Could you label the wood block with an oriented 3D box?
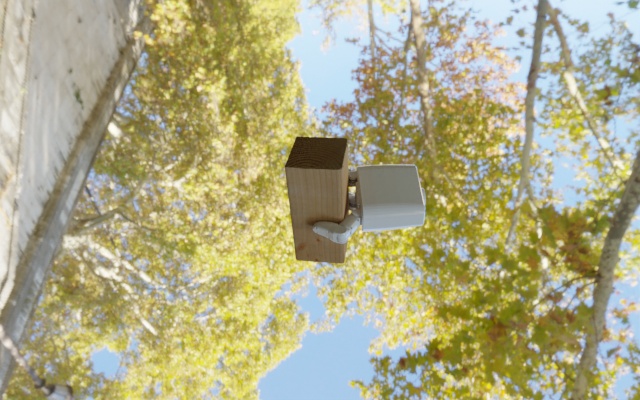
[{"bbox_3d":[0.000,0.003,0.817,0.090,0.206,0.090,3,40,9],"label":"wood block"}]
